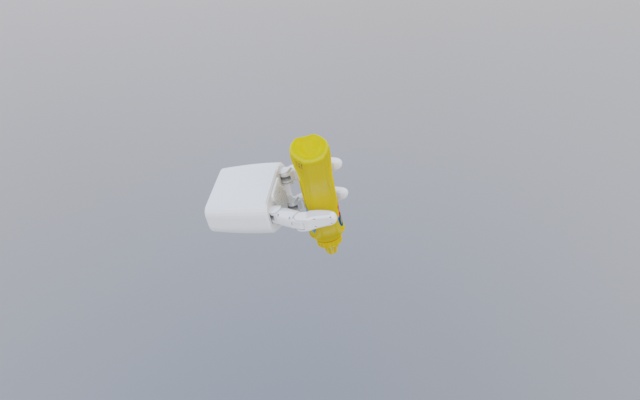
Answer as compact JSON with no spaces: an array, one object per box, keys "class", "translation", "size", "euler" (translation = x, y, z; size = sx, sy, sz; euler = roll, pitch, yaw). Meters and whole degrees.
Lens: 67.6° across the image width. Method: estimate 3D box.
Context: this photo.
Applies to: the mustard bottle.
[{"class":"mustard bottle","translation":[0.000,0.002,0.730],"size":[0.058,0.192,0.096],"euler":[-15,30,-4]}]
